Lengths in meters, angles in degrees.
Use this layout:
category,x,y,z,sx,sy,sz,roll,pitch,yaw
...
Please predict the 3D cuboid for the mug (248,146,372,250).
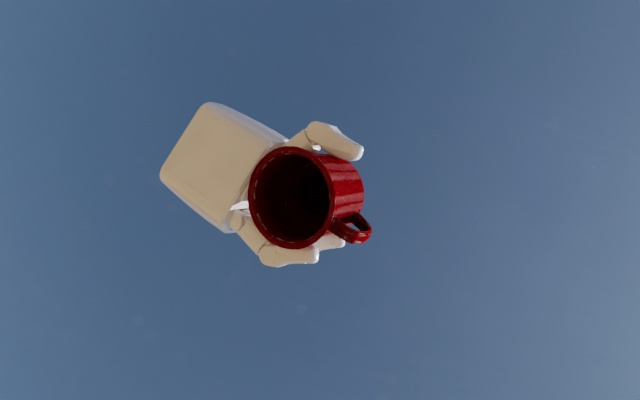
category,x,y,z,sx,sy,sz,roll,pitch,yaw
mug,0.001,0.002,0.456,0.117,0.093,0.081,34,19,22
